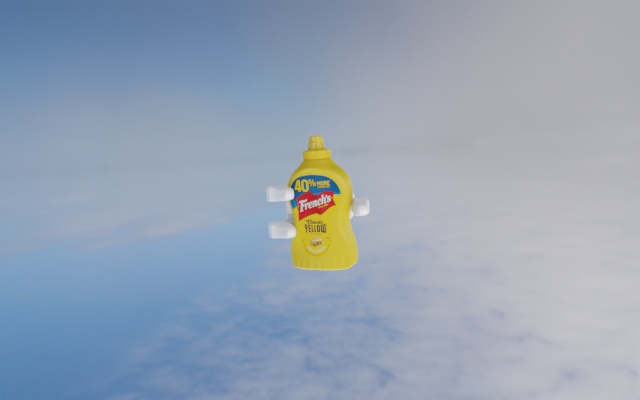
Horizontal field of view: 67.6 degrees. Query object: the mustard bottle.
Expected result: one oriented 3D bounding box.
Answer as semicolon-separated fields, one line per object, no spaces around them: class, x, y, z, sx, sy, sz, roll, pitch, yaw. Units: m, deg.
mustard bottle;0.000;0.003;0.694;0.096;0.191;0.058;-1;6;24
